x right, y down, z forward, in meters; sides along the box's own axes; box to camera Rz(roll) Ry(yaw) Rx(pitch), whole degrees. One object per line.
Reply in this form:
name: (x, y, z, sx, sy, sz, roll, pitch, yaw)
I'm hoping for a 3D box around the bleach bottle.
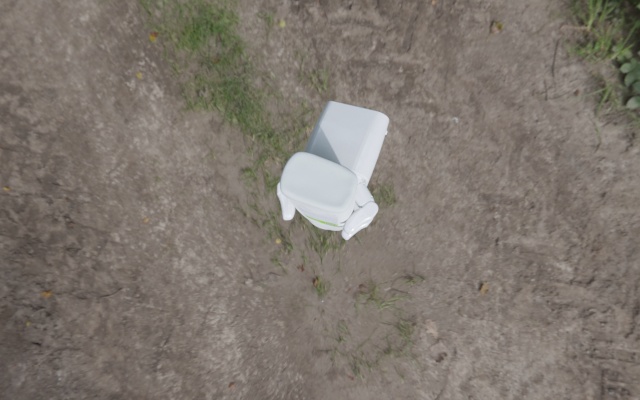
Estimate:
bleach bottle: (0.000, 0.002, 0.732, 0.102, 0.068, 0.251, 21, -11, 5)
